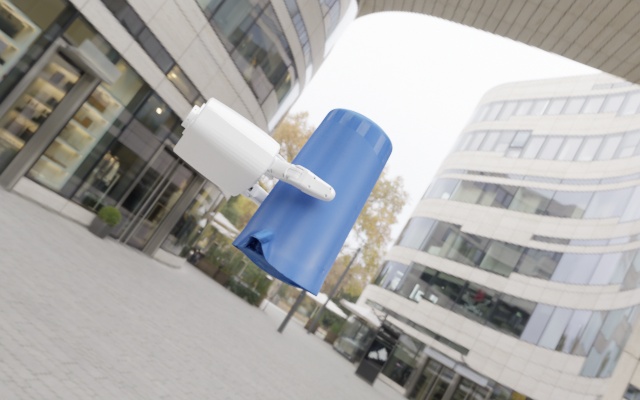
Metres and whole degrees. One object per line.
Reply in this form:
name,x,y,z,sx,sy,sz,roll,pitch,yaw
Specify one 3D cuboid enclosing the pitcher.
pitcher,0.000,0.002,0.665,0.145,0.243,0.149,35,-12,-15
